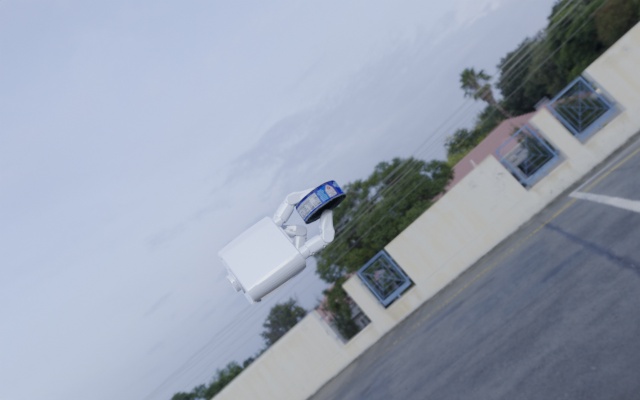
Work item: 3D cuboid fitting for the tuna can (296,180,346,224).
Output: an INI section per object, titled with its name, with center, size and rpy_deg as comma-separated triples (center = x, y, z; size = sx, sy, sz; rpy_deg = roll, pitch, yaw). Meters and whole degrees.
[tuna can]
center = 0.000, 0.002, 0.821
size = 0.086, 0.033, 0.086
rpy_deg = -34, -11, -8
